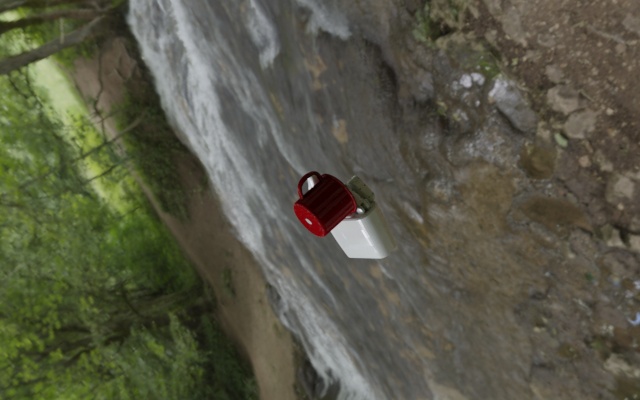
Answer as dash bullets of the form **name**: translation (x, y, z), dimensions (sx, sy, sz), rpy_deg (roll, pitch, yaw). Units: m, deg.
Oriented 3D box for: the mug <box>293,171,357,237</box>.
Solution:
- **mug**: translation (-0.001, 0.002, 0.860), dimensions (0.081, 0.117, 0.093), rpy_deg (-42, 27, -22)
